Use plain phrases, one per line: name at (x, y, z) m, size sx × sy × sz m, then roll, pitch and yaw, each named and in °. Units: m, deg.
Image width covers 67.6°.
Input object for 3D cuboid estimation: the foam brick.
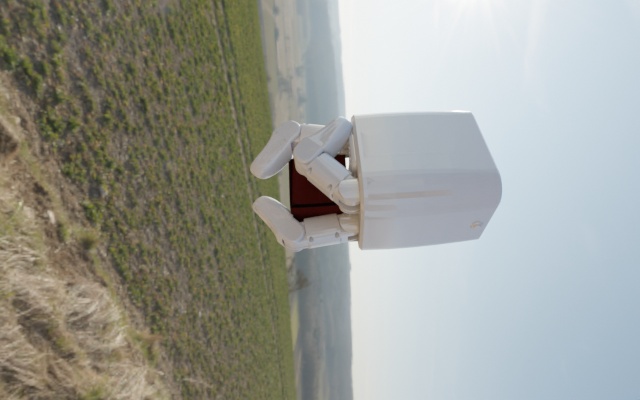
foam brick at (0.000, 0.002, 0.446) m, size 0.051 × 0.053 × 0.078 m, roll -4°, pitch -29°, yaw 1°
